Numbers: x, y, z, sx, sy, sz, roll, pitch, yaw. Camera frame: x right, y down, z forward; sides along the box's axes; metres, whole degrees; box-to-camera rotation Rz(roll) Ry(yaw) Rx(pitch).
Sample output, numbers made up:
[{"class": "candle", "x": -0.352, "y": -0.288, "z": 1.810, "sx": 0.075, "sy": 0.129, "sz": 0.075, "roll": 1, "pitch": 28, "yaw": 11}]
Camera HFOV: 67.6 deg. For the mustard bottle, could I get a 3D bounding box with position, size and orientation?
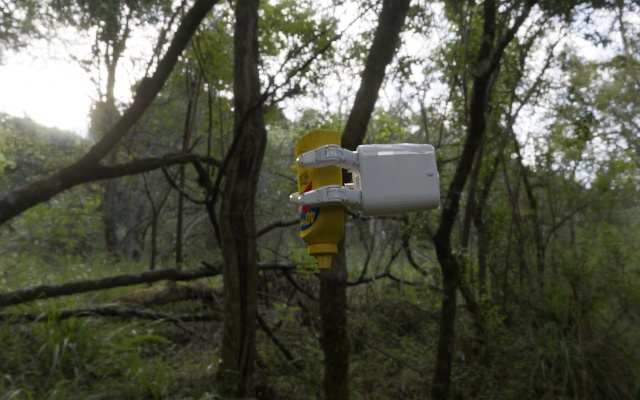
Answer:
[{"class": "mustard bottle", "x": 0.000, "y": 0.002, "z": 0.682, "sx": 0.058, "sy": 0.191, "sz": 0.096, "roll": 2, "pitch": -14, "yaw": -24}]
